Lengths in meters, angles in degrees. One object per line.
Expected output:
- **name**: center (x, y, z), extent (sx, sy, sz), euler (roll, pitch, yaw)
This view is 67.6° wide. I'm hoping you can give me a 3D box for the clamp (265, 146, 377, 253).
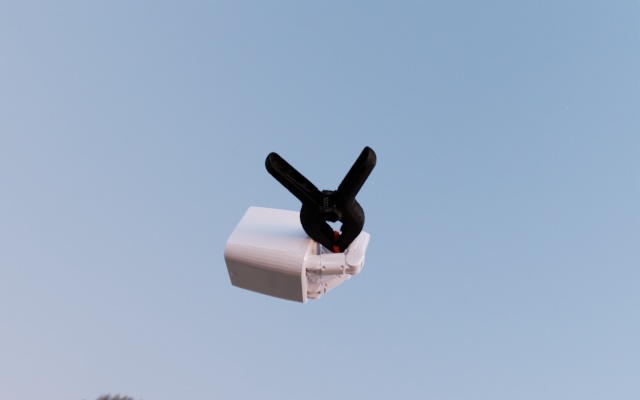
- **clamp**: center (0.000, 0.002, 0.561), extent (0.120, 0.172, 0.039), euler (8, 46, 8)
